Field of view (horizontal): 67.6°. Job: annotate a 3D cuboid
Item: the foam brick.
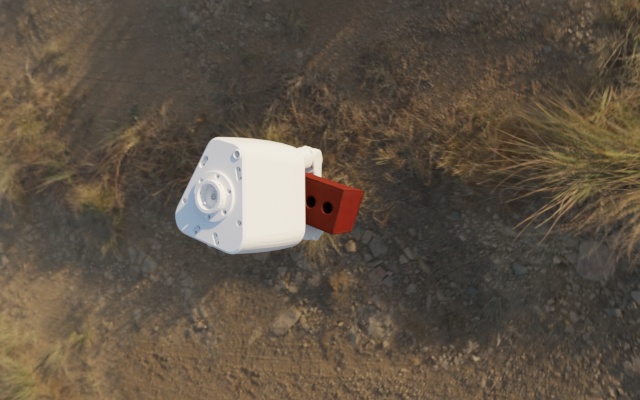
[{"bbox_3d":[0.000,0.002,0.551,0.078,0.053,0.051,19,9,27],"label":"foam brick"}]
